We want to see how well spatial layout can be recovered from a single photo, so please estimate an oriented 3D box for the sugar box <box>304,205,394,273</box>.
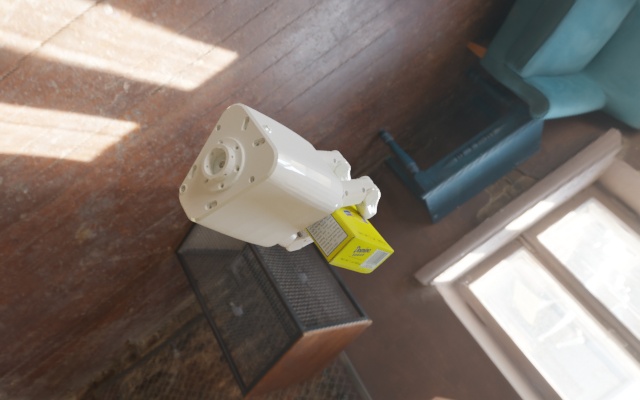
[{"bbox_3d":[0.000,0.001,0.545,0.093,0.048,0.176,25,24,-54],"label":"sugar box"}]
